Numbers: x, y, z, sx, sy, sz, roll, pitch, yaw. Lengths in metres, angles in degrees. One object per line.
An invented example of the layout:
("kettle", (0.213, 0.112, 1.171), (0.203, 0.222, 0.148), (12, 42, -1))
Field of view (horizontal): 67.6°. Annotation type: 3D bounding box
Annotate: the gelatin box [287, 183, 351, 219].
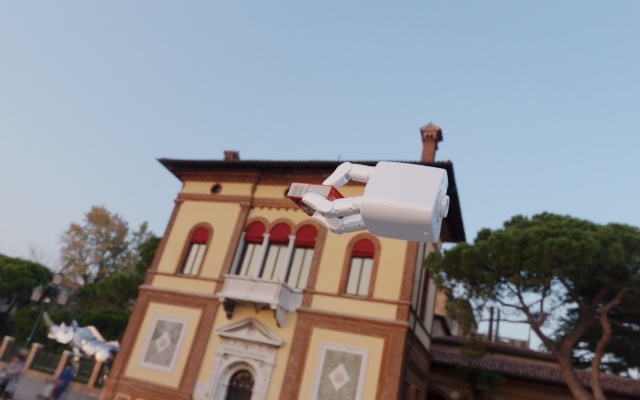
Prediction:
("gelatin box", (0.000, 0.002, 0.797), (0.089, 0.030, 0.073), (6, -26, 37))
